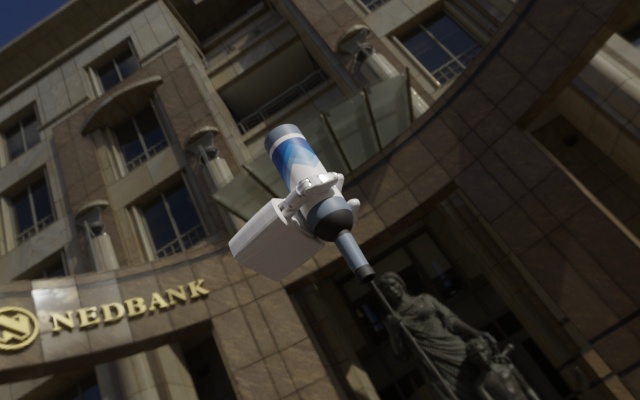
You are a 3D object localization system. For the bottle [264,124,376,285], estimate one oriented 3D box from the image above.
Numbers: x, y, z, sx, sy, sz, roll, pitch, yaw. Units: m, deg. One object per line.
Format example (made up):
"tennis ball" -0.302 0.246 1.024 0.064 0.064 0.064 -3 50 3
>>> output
"bottle" 0.000 0.002 0.738 0.069 0.295 0.069 -22 -32 -15
